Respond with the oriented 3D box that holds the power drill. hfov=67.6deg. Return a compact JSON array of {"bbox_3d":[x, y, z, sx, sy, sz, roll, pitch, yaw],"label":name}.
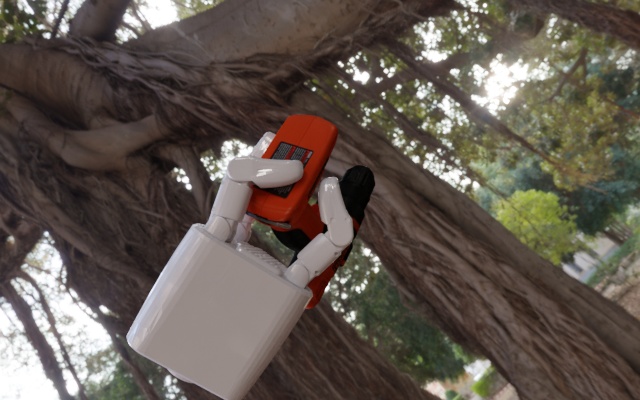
[{"bbox_3d":[0.000,0.002,0.486,0.057,0.184,0.188,16,-25,24],"label":"power drill"}]
